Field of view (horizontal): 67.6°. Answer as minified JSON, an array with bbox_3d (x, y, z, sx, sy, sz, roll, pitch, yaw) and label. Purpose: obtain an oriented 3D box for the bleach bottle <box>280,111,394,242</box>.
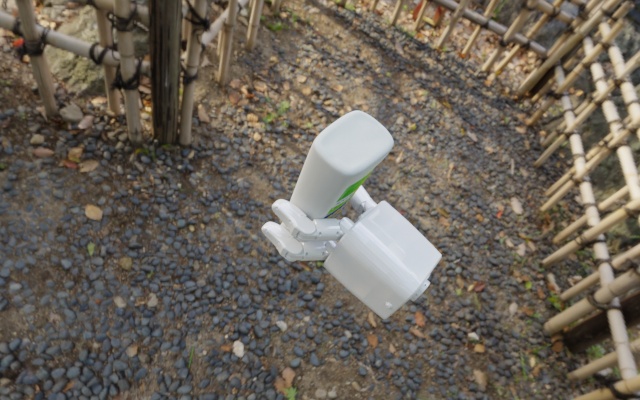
[{"bbox_3d":[0.000,0.002,0.620,0.102,0.068,0.251,-39,-13,-36],"label":"bleach bottle"}]
